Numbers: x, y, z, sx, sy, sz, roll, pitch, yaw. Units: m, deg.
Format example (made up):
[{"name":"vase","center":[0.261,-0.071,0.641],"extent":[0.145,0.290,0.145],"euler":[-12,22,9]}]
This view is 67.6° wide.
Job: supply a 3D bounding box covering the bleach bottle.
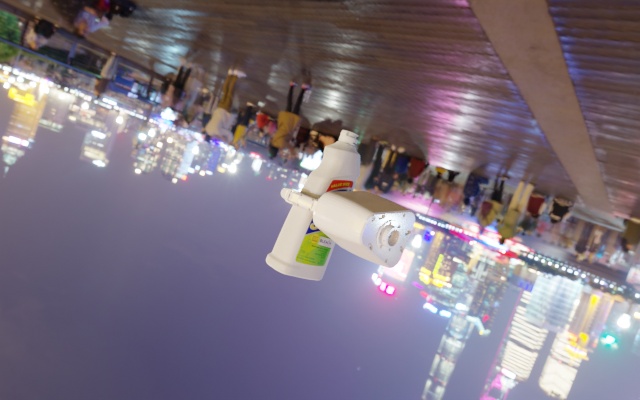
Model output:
[{"name":"bleach bottle","center":[0.000,0.003,0.794],"extent":[0.102,0.251,0.068],"euler":[19,3,-40]}]
